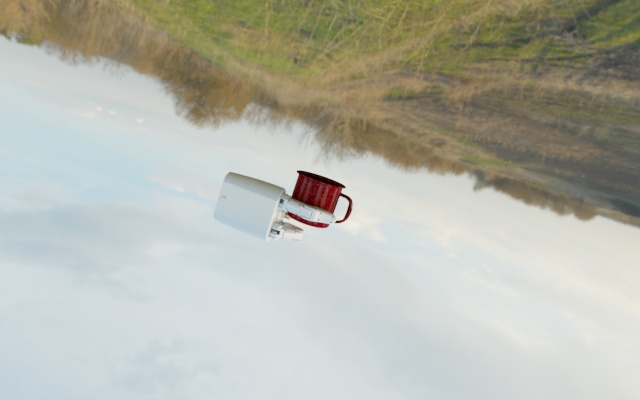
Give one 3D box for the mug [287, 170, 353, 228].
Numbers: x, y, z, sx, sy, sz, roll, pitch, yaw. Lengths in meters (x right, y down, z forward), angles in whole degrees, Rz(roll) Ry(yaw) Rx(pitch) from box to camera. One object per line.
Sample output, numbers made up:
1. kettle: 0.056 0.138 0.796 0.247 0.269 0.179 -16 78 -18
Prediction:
1. mug: 0.001 0.003 0.853 0.117 0.081 0.093 20 9 9
